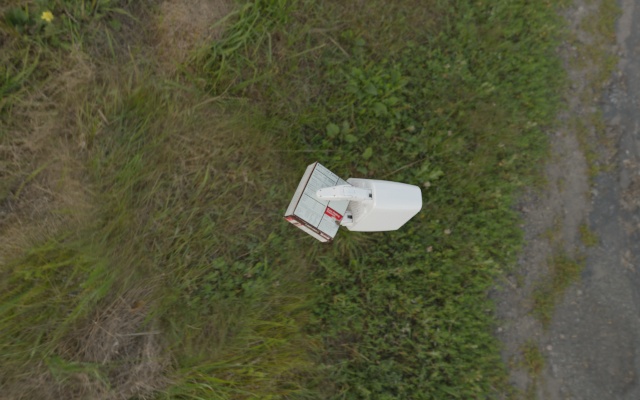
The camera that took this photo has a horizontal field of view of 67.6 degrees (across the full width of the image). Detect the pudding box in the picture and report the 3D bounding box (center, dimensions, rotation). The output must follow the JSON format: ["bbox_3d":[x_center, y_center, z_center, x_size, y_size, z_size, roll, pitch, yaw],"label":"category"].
[{"bbox_3d":[0.000,0.003,0.826,0.090,0.113,0.039,33,-26,-18],"label":"pudding box"}]
